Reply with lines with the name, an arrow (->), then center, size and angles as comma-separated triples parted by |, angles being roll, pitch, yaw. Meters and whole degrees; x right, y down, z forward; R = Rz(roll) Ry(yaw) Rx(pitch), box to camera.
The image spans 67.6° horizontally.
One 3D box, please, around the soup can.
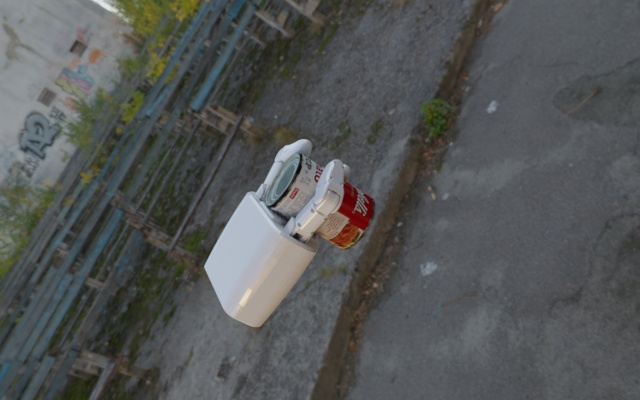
soup can -> 0.000, 0.001, 0.520 | 0.102, 0.068, 0.068 | 31, -12, -21
